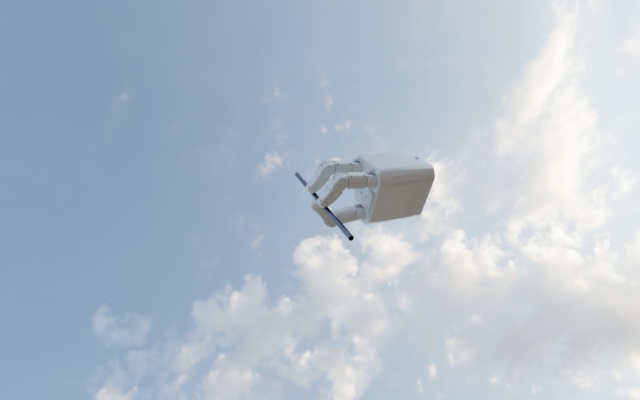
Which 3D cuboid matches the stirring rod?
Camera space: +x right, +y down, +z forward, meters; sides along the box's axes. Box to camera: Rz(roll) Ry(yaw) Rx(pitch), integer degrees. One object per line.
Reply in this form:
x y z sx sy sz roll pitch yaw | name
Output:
0.000 0.003 0.754 0.011 0.011 0.239 0 24 -23 | stirring rod
